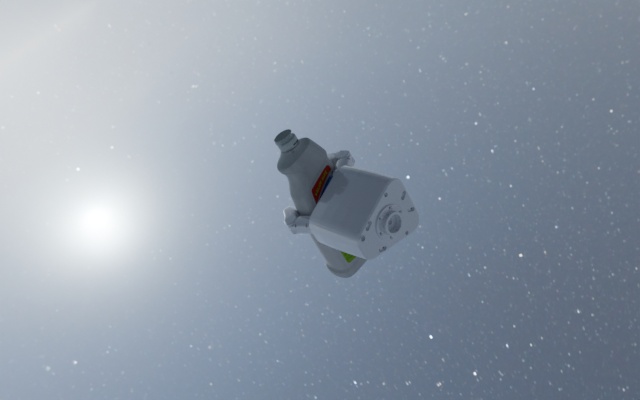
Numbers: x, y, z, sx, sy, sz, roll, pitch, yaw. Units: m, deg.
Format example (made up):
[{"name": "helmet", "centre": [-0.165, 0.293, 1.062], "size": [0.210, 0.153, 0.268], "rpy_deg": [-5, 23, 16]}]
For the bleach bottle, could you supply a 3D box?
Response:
[{"name": "bleach bottle", "centre": [0.000, 0.002, 0.742], "size": [0.102, 0.251, 0.068], "rpy_deg": [-46, 33, -20]}]
